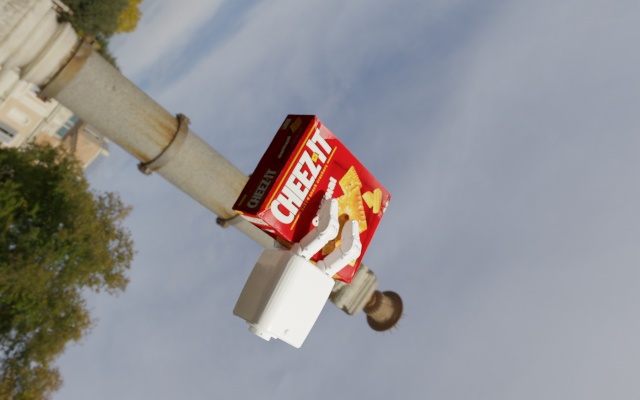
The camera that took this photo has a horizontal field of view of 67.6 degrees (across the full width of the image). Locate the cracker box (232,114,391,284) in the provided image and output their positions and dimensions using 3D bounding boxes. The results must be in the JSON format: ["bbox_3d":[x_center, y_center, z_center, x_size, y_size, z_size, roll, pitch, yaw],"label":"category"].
[{"bbox_3d":[0.000,0.002,0.707,0.072,0.164,0.214,10,-24,47],"label":"cracker box"}]
